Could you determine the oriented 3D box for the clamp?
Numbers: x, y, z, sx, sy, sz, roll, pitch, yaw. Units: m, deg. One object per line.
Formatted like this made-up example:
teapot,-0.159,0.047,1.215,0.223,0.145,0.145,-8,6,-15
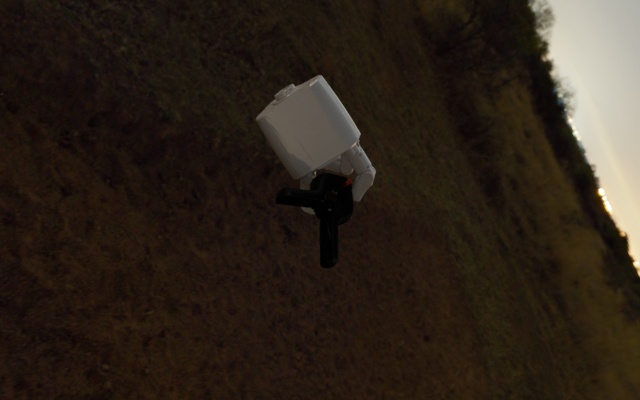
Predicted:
clamp,0.001,0.002,0.667,0.039,0.120,0.171,-24,22,27
